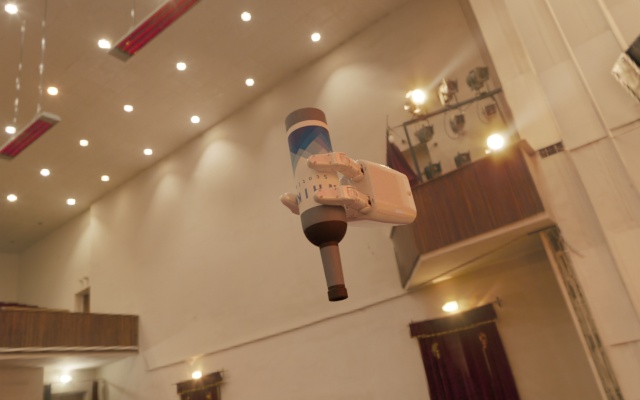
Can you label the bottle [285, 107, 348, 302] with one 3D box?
[{"bbox_3d":[0.000,0.002,0.711,0.069,0.295,0.069,-9,-23,-4],"label":"bottle"}]
